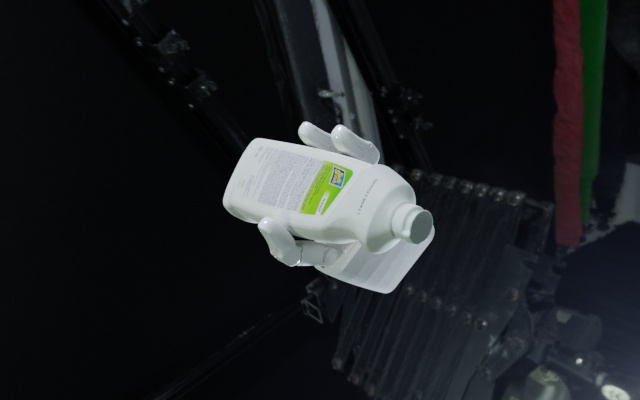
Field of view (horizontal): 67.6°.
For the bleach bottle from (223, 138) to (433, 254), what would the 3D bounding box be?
[{"bbox_3d":[0.000,0.001,0.477,0.068,0.102,0.250,27,-4,-41],"label":"bleach bottle"}]
